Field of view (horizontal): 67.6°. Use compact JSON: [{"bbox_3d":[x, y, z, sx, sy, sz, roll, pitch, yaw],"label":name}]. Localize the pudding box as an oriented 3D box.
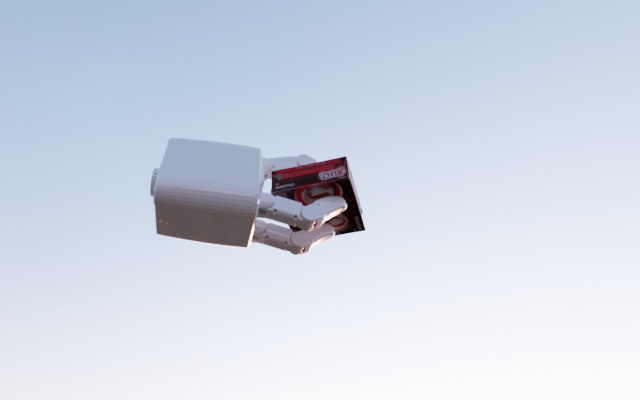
[{"bbox_3d":[0.000,0.002,0.570,0.090,0.039,0.114,-10,-35,10],"label":"pudding box"}]
